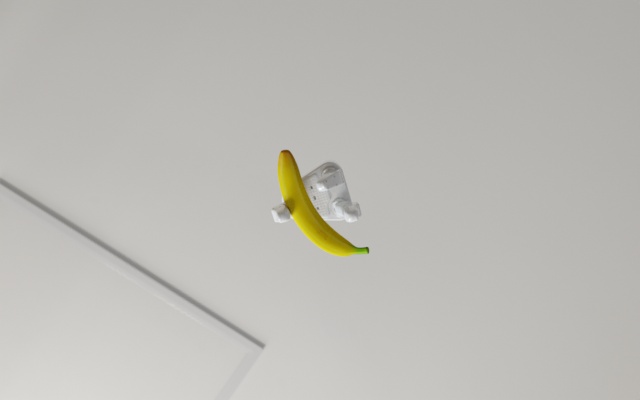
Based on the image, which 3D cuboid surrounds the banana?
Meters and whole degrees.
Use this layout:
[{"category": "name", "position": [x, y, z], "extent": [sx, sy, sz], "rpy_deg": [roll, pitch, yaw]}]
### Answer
[{"category": "banana", "position": [-0.011, 0.016, 0.718], "extent": [0.070, 0.198, 0.037], "rpy_deg": [-39, 4, 20]}]
